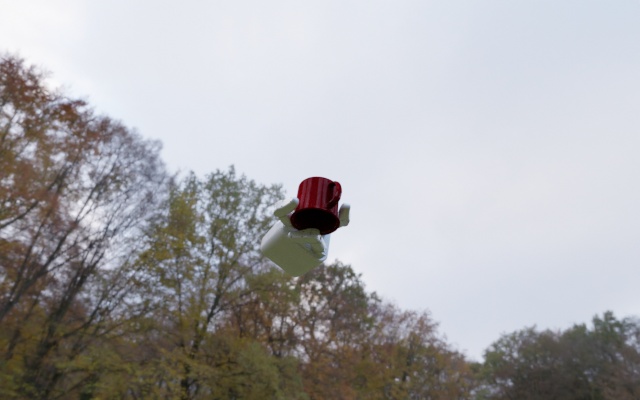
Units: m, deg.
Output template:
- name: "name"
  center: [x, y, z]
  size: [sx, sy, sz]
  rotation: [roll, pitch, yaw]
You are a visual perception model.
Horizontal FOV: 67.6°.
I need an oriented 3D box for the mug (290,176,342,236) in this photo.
- name: "mug"
  center: [0.001, 0.002, 0.898]
  size: [0.093, 0.081, 0.117]
  rotation: [25, -40, -24]
